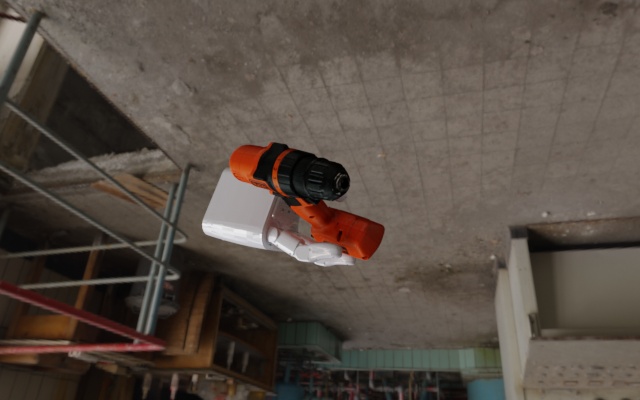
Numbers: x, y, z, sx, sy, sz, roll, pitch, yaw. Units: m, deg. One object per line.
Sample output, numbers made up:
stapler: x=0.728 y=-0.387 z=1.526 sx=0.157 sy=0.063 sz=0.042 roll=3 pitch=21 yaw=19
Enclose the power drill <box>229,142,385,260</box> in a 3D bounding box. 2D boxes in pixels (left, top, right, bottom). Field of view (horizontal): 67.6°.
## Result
power drill: x=0.000 y=0.002 z=0.572 sx=0.184 sy=0.057 sz=0.188 roll=17 pitch=-20 yaw=47
